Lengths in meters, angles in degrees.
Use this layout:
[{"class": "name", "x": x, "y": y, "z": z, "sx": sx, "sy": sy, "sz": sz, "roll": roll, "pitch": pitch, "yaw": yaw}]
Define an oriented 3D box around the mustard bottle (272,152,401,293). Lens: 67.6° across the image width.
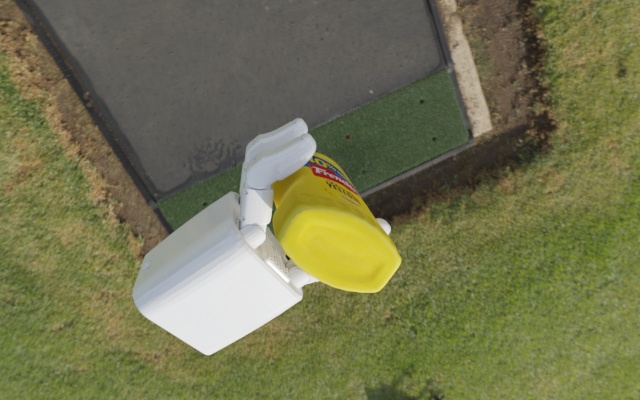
[{"class": "mustard bottle", "x": 0.000, "y": 0.001, "z": 0.420, "sx": 0.096, "sy": 0.058, "sz": 0.191, "roll": 28, "pitch": 15, "yaw": -19}]
